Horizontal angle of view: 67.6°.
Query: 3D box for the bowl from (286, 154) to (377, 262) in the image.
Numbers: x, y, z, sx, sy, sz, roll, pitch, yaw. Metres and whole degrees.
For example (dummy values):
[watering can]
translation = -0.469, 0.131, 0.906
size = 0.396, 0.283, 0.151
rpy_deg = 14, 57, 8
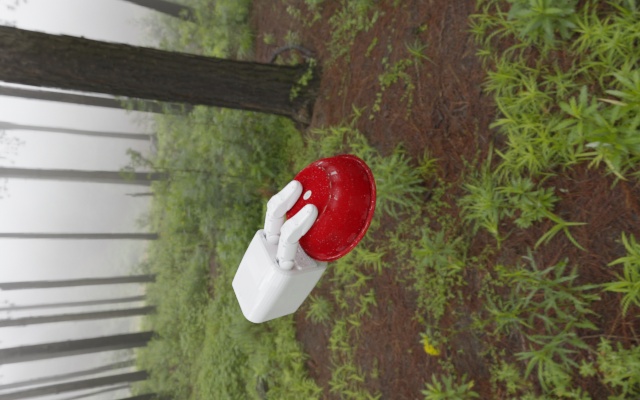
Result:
[bowl]
translation = 0.000, 0.001, 0.675
size = 0.055, 0.162, 0.162
rpy_deg = 22, -15, -41
